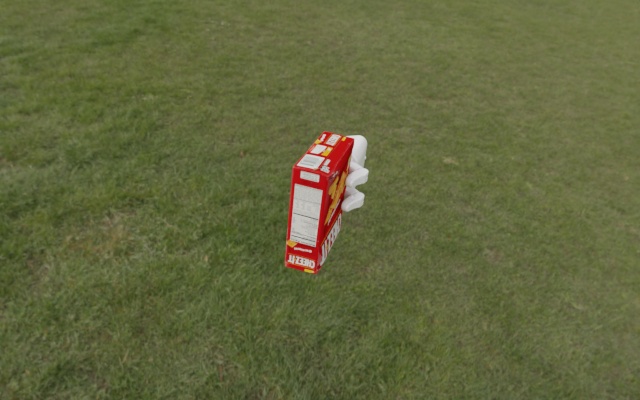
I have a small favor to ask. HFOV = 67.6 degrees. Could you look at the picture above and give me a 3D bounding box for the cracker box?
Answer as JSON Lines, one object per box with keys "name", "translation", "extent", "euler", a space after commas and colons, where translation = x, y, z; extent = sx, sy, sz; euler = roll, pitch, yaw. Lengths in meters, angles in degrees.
{"name": "cracker box", "translation": [0.000, 0.003, 0.887], "extent": [0.072, 0.214, 0.164], "euler": [15, 33, 13]}
